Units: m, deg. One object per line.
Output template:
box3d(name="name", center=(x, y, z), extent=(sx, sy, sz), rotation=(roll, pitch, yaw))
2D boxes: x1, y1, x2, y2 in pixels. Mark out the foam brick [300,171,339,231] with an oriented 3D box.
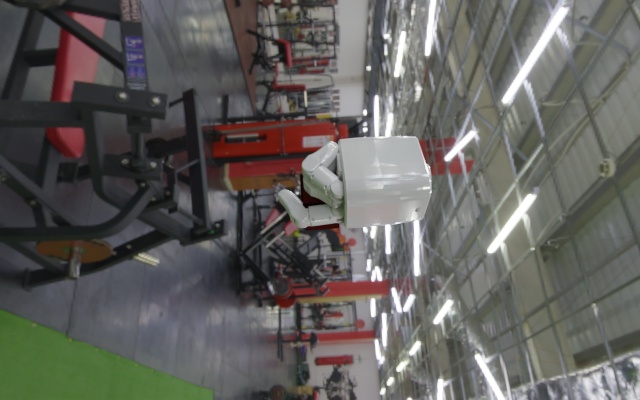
box3d(name="foam brick", center=(0.000, 0.002, 0.677), extent=(0.051, 0.053, 0.078), rotation=(-5, -29, 0))
